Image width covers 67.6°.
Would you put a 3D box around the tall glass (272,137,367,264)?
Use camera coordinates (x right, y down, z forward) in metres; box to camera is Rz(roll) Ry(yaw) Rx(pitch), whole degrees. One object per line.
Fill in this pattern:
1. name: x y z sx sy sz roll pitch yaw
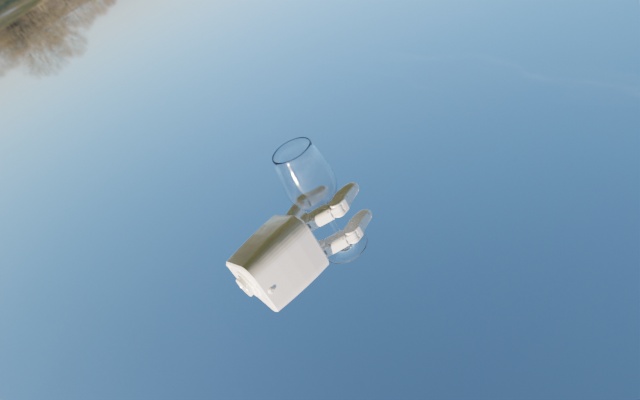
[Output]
1. tall glass: 0.000 0.003 0.724 0.079 0.201 0.079 -21 33 14
